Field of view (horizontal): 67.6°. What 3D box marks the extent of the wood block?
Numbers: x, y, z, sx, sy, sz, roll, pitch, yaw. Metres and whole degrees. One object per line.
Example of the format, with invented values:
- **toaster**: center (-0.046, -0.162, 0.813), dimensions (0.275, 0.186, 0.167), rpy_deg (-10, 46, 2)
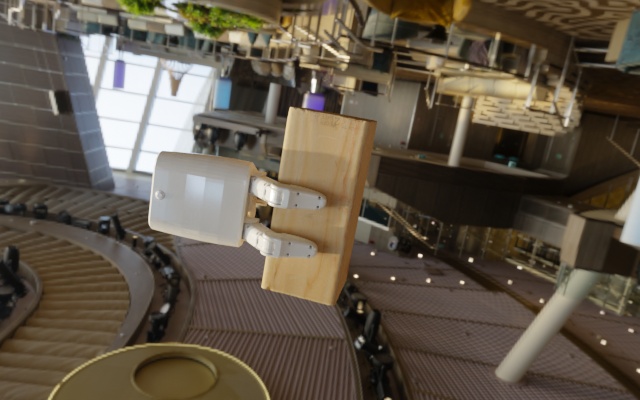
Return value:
- **wood block**: center (0.000, 0.002, 0.557), dimensions (0.090, 0.206, 0.091), rpy_deg (12, 13, 9)
